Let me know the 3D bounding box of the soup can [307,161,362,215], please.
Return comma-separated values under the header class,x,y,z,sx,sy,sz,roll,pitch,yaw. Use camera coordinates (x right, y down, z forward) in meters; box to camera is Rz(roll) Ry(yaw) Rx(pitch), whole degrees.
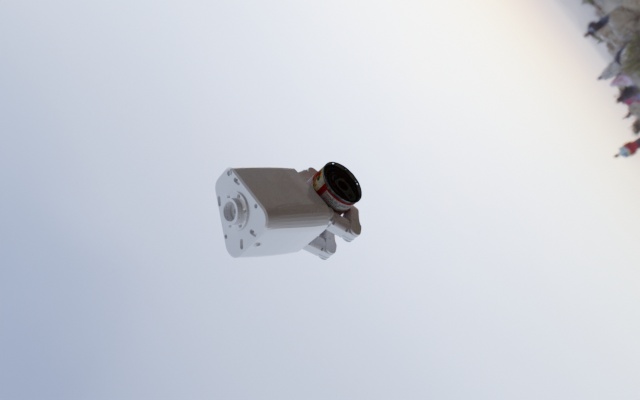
class,x,y,z,sx,sy,sz,roll,pitch,yaw
soup can,0.000,0.002,0.673,0.068,0.068,0.102,0,-33,-46
